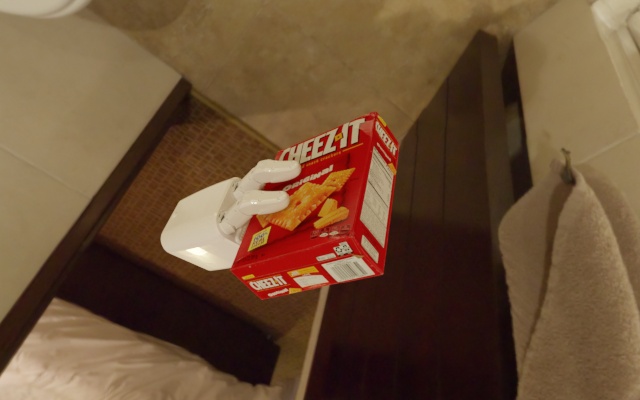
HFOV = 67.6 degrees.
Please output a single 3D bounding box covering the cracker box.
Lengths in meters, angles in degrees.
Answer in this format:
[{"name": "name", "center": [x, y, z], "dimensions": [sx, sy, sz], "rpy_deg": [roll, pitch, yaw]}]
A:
[{"name": "cracker box", "center": [0.000, 0.002, 0.577], "dimensions": [0.164, 0.213, 0.072], "rpy_deg": [-18, -52, 30]}]
